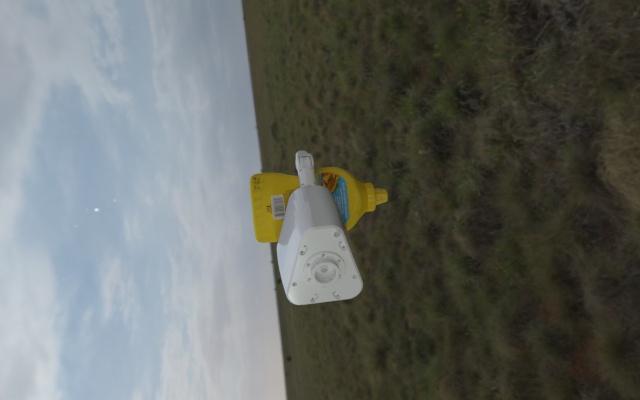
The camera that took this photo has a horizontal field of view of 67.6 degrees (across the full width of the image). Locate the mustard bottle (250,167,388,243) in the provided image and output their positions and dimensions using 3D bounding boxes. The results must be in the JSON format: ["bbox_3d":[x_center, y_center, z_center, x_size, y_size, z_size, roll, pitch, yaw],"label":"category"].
[{"bbox_3d":[0.000,0.002,0.672,0.191,0.096,0.058,-6,2,-7],"label":"mustard bottle"}]
